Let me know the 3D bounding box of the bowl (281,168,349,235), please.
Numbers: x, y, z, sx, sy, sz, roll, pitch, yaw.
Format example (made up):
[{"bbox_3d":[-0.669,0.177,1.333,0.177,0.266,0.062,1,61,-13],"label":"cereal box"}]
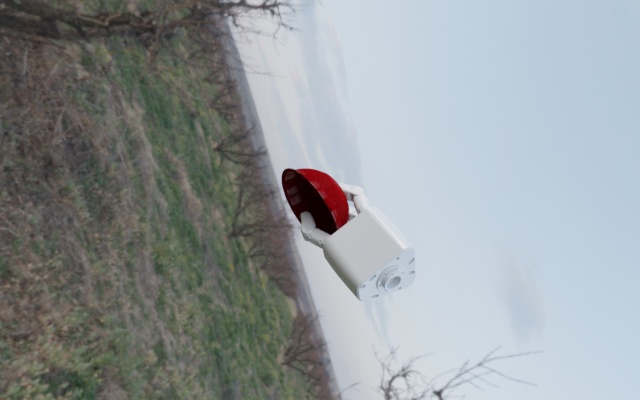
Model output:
[{"bbox_3d":[0.000,0.002,0.833,0.055,0.162,0.162,-34,14,-22],"label":"bowl"}]
